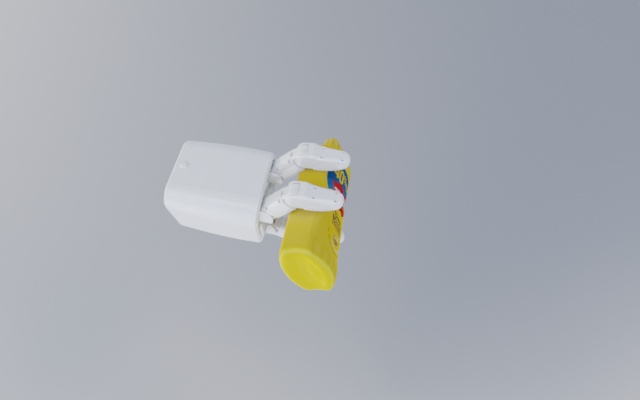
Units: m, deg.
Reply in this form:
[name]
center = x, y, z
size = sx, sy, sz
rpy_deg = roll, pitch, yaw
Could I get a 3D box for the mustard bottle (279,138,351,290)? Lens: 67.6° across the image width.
[mustard bottle]
center = 0.000, 0.002, 0.566
size = 0.058, 0.191, 0.096
rpy_deg = -3, -37, 19
